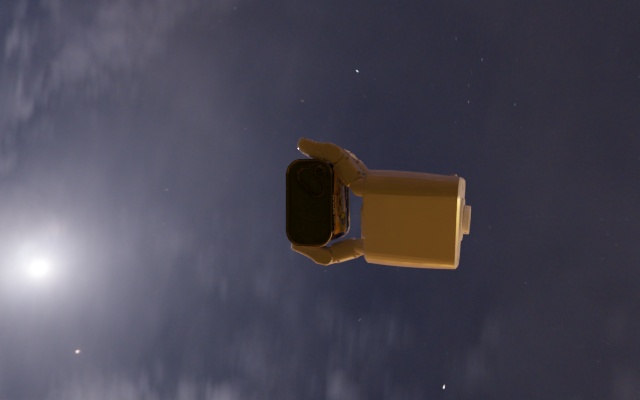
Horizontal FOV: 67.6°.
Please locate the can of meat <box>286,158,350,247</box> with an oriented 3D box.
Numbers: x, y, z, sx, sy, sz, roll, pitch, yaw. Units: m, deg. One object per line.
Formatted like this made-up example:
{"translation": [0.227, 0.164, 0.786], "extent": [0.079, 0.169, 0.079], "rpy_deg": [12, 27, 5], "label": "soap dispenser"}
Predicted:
{"translation": [0.000, 0.002, 0.587], "extent": [0.057, 0.102, 0.084], "rpy_deg": [0, 1, 20], "label": "can of meat"}
